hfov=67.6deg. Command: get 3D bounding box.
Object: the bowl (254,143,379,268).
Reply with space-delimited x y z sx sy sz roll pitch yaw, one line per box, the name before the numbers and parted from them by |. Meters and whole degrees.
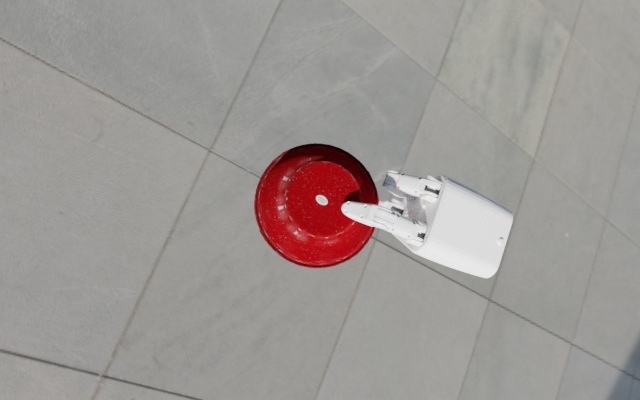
bowl | -0.001 0.002 0.586 0.162 0.162 0.055 0 -8 -8
